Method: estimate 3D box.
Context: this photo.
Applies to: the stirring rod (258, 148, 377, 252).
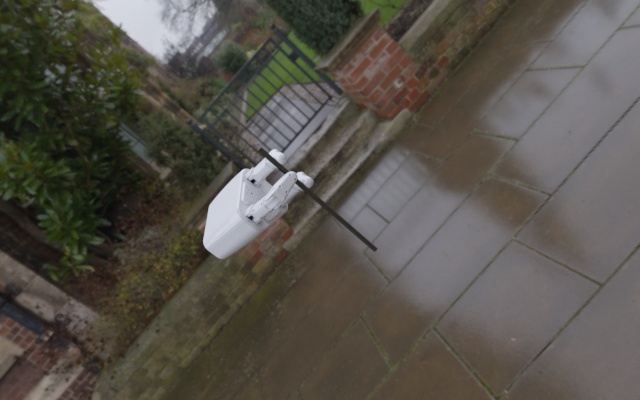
[{"bbox_3d":[0.000,0.002,0.720,0.239,0.011,0.011,41,-14,-17],"label":"stirring rod"}]
